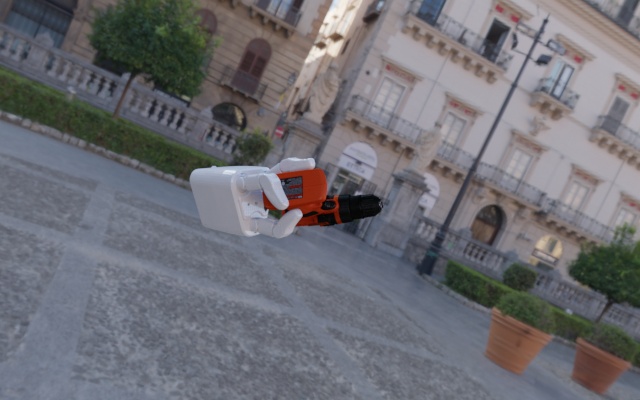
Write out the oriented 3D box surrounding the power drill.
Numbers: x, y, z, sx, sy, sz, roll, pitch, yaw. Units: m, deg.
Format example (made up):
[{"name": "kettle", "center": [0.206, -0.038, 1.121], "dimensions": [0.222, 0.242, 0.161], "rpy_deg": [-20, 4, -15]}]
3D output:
[{"name": "power drill", "center": [0.000, 0.002, 0.795], "dimensions": [0.184, 0.057, 0.188], "rpy_deg": [-9, -18, 16]}]
